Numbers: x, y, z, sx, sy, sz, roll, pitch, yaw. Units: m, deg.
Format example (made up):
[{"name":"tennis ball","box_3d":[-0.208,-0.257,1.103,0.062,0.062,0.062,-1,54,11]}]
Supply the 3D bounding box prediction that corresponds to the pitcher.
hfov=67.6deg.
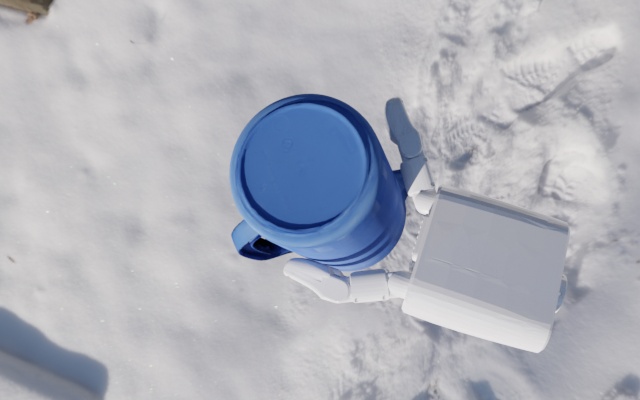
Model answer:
[{"name":"pitcher","box_3d":[0.000,0.001,0.432,0.145,0.149,0.243,19,-5,13]}]
